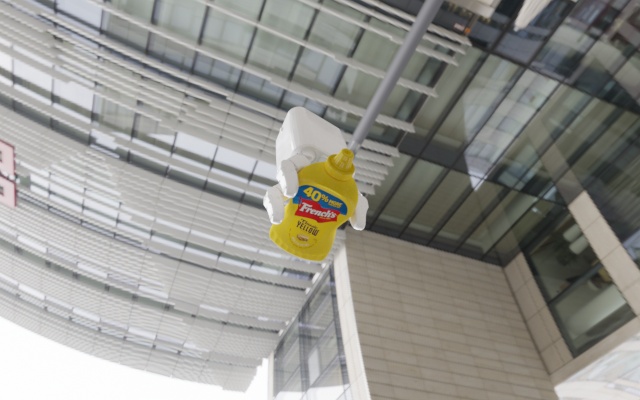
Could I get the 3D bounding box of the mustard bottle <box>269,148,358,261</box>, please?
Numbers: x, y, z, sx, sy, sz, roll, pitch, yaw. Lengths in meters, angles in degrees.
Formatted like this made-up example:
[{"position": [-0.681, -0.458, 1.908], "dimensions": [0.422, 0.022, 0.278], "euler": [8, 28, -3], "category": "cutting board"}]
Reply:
[{"position": [0.000, 0.003, 0.683], "dimensions": [0.096, 0.192, 0.058], "euler": [27, 38, -3], "category": "mustard bottle"}]
